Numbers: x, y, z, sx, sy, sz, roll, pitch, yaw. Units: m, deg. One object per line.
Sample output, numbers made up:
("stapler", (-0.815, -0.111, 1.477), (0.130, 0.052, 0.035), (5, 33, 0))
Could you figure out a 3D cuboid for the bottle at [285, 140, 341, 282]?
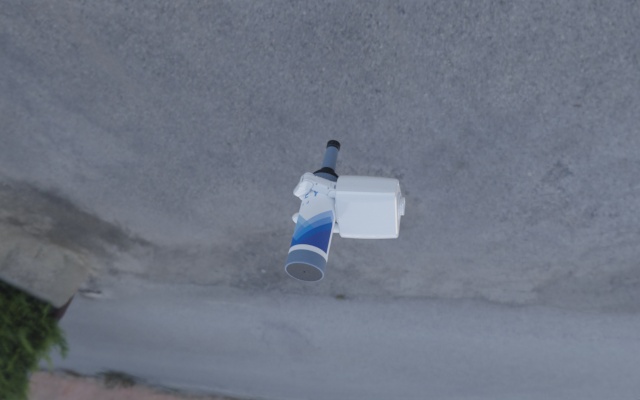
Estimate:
("bottle", (0.000, 0.003, 0.875), (0.069, 0.295, 0.069), (9, -36, 6))
